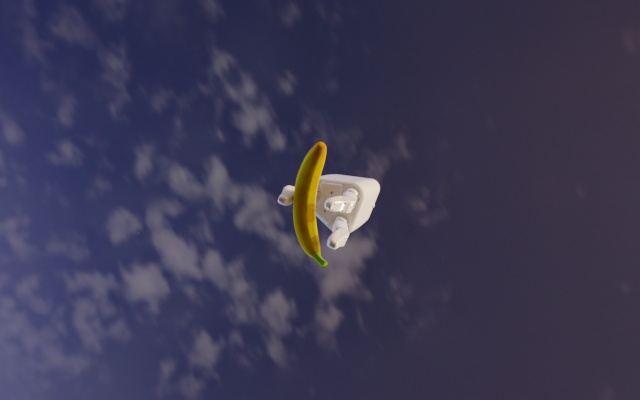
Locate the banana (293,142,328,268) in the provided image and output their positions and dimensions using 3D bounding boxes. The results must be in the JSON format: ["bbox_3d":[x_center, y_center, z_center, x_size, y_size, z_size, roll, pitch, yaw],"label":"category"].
[{"bbox_3d":[-0.015,0.005,0.771,0.069,0.198,0.037,3,9,34],"label":"banana"}]
